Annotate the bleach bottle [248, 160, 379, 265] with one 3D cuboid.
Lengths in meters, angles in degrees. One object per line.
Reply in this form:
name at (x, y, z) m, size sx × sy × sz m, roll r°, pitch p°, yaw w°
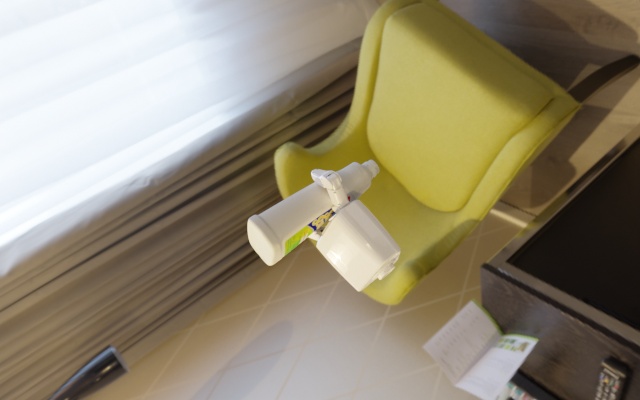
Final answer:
bleach bottle at (0.000, 0.003, 0.784) m, size 0.250 × 0.068 × 0.103 m, roll -35°, pitch -18°, yaw -23°
